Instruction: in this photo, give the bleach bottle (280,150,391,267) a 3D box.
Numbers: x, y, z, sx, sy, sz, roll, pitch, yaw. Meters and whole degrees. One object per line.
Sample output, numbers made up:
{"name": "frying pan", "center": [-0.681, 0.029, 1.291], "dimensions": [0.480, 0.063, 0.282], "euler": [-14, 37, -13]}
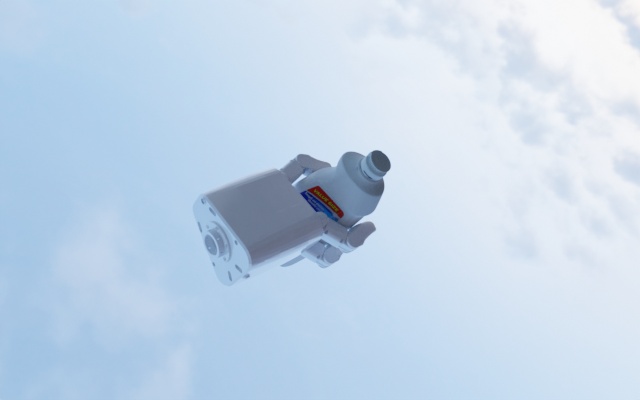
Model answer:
{"name": "bleach bottle", "center": [0.000, 0.002, 0.626], "dimensions": [0.068, 0.102, 0.251], "euler": [-24, -10, -40]}
